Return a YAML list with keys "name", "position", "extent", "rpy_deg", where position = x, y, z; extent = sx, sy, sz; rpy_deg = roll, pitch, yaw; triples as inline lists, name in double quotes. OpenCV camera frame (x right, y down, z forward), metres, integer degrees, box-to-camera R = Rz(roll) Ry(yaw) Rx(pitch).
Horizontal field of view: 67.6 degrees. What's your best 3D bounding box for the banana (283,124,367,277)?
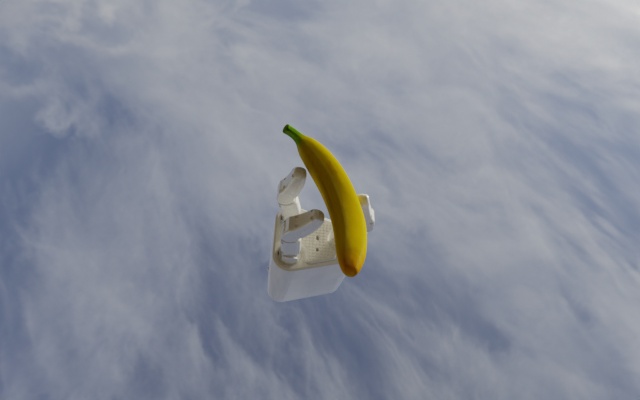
- name: "banana"
  position: [0.013, -0.001, 0.535]
  extent: [0.069, 0.197, 0.037]
  rpy_deg: [1, -38, -40]
